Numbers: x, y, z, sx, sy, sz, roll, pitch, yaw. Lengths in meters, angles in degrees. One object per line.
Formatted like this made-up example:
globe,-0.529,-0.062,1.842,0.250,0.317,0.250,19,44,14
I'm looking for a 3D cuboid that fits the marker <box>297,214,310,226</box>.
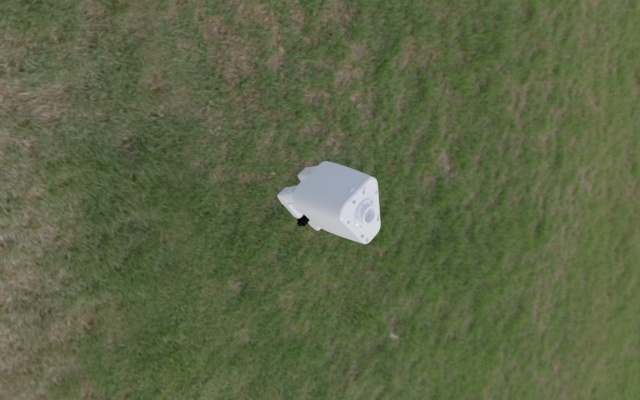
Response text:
marker,0.000,0.003,0.864,0.121,0.020,0.020,-46,23,-24
